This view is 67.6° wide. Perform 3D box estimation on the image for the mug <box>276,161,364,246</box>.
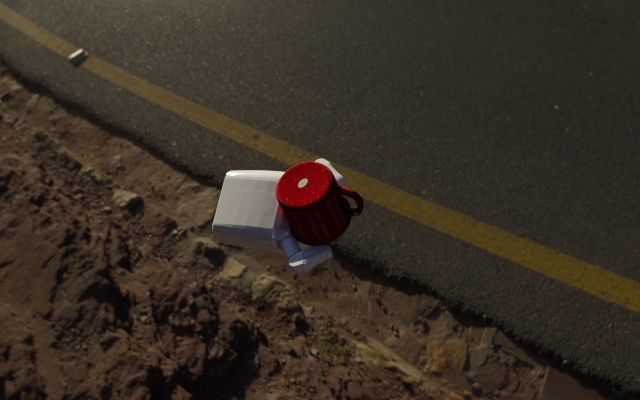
[{"bbox_3d":[0.001,0.002,0.644,0.117,0.093,0.082,3,-34,21],"label":"mug"}]
